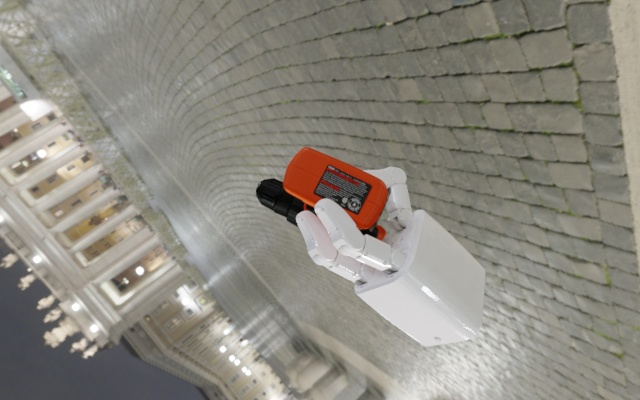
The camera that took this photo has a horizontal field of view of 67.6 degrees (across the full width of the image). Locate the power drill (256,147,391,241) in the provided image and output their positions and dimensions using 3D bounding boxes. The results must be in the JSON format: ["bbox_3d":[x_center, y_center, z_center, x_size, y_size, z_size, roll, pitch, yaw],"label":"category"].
[{"bbox_3d":[0.000,0.002,0.564,0.184,0.057,0.188,24,-13,5],"label":"power drill"}]
